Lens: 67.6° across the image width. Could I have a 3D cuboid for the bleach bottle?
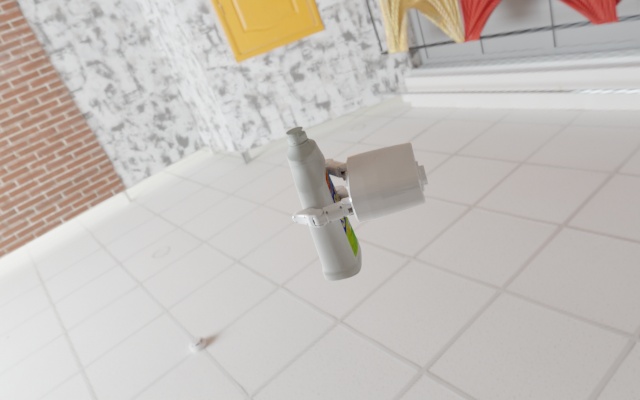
[{"bbox_3d":[0.000,0.003,0.776,0.068,0.251,0.102,-15,26,13],"label":"bleach bottle"}]
